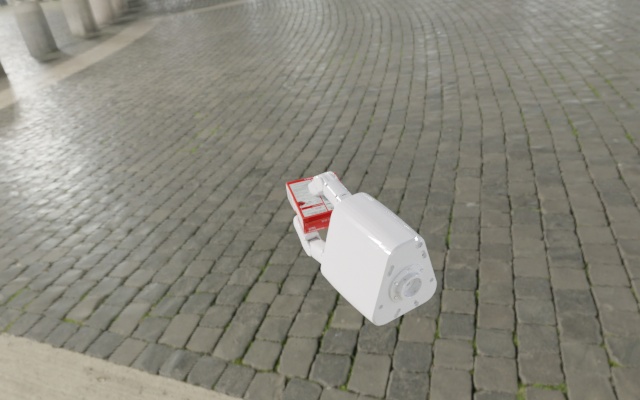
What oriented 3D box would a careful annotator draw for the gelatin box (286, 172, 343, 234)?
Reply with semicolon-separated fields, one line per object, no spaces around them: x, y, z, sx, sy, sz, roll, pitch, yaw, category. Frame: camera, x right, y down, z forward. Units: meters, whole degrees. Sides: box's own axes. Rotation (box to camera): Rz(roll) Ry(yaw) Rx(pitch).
0.000;0.002;0.647;0.073;0.030;0.089;-14;39;-12;gelatin box
